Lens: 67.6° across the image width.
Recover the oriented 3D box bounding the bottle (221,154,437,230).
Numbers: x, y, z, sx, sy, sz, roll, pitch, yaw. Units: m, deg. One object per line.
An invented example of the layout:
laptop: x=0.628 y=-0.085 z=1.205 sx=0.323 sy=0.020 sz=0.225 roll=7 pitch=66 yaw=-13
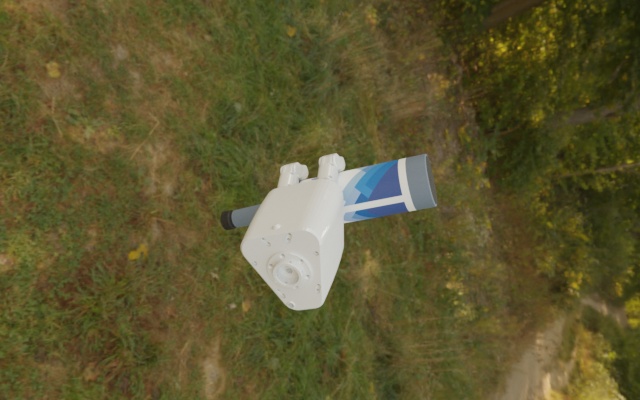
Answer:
bottle: x=0.000 y=0.002 z=0.635 sx=0.296 sy=0.069 sz=0.069 roll=-11 pitch=-4 yaw=19
